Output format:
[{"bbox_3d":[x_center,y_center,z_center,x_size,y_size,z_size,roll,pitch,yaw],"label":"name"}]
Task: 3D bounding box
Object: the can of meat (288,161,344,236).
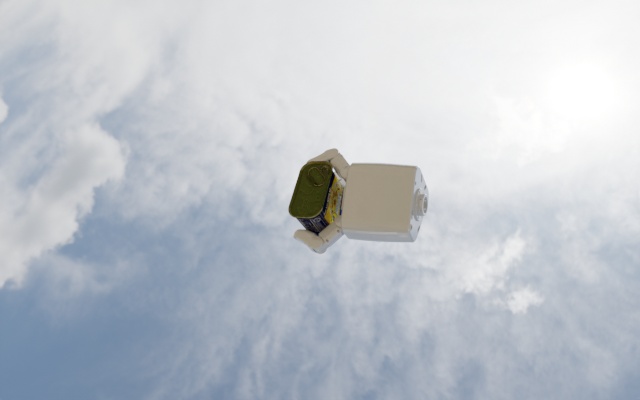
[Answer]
[{"bbox_3d":[0.000,0.003,0.759,0.057,0.102,0.084,1,-30,26],"label":"can of meat"}]
